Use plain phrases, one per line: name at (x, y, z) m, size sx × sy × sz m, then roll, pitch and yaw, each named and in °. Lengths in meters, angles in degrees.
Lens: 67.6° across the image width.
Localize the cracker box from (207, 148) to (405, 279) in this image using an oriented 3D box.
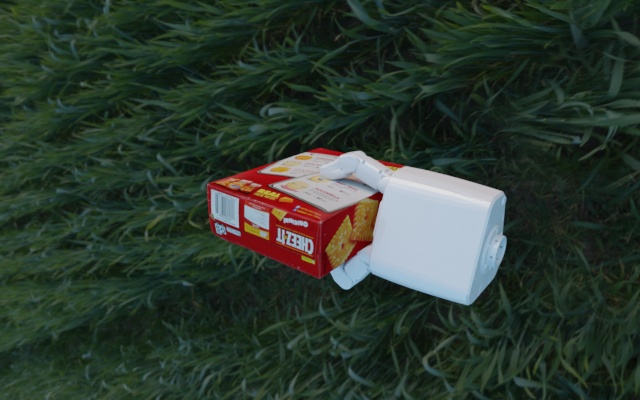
cracker box at (0.000, 0.002, 0.574) m, size 0.164 × 0.072 × 0.213 m, roll 16°, pitch 25°, yaw 34°
